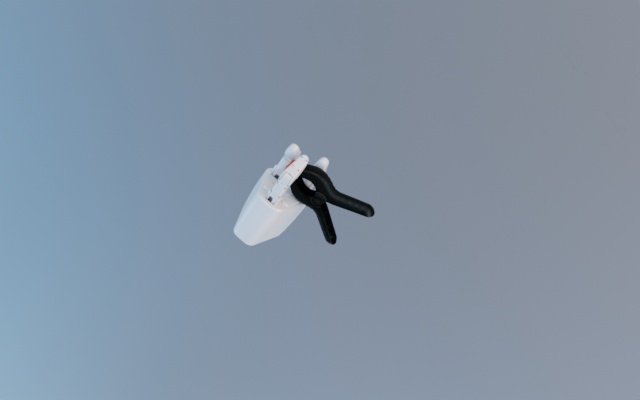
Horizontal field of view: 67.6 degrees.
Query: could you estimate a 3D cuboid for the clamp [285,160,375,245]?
[{"bbox_3d":[0.000,0.003,0.851,0.171,0.120,0.039,40,32,2],"label":"clamp"}]
